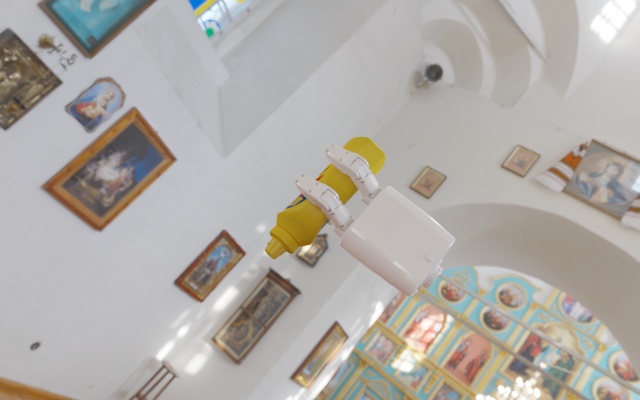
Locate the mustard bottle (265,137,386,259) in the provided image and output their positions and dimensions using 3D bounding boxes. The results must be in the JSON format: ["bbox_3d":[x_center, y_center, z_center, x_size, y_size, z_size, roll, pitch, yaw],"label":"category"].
[{"bbox_3d":[0.000,0.002,0.621,0.191,0.058,0.096,-47,7,-17],"label":"mustard bottle"}]
